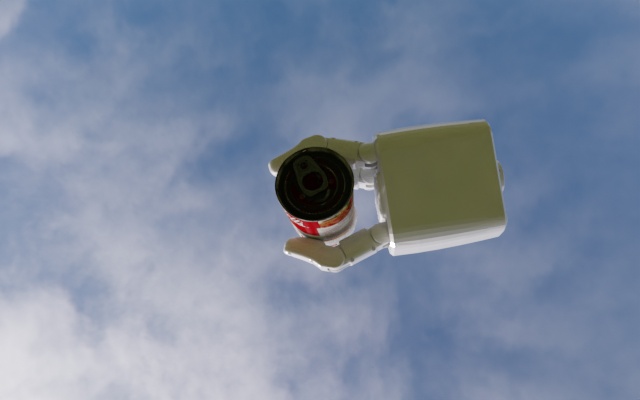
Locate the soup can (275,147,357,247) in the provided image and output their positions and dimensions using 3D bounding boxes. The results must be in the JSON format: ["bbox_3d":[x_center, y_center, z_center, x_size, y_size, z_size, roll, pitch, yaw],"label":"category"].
[{"bbox_3d":[0.000,0.002,0.450,0.068,0.068,0.102,0,-19,6],"label":"soup can"}]
